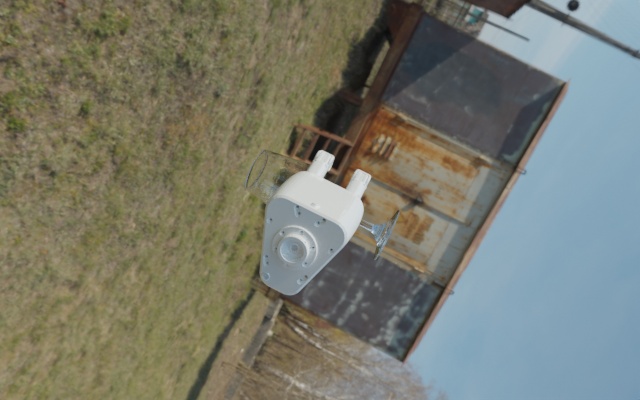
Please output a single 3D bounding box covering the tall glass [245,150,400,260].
[{"bbox_3d":[0.001,0.002,0.645,0.201,0.079,0.079,27,2,4],"label":"tall glass"}]
